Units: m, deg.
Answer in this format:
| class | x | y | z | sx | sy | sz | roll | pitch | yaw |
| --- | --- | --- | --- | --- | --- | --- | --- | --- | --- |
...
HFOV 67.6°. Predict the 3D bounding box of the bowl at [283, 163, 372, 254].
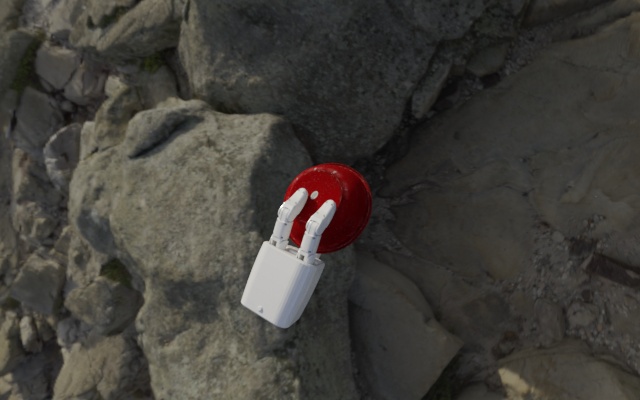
| class | x | y | z | sx | sy | sz | roll | pitch | yaw |
| --- | --- | --- | --- | --- | --- | --- | --- | --- | --- |
| bowl | 0.000 | 0.001 | 0.782 | 0.162 | 0.162 | 0.055 | 0 | -20 | 22 |
